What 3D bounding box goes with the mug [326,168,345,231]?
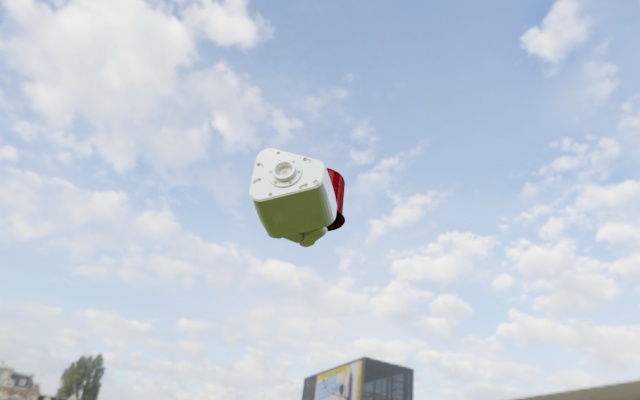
[{"bbox_3d":[0.000,0.003,0.824,0.093,0.081,0.117,1,-31,9],"label":"mug"}]
